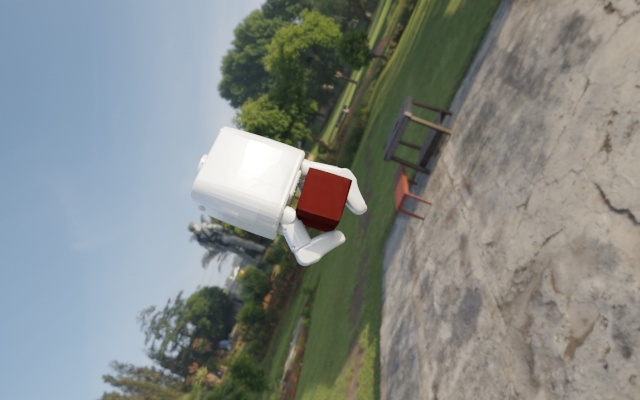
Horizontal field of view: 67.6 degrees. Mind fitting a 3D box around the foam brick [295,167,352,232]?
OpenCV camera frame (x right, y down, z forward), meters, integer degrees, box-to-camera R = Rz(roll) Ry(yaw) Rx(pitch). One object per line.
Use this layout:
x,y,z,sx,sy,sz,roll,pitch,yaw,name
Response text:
0.000,0.002,0.560,0.051,0.053,0.078,18,-16,-2,foam brick
